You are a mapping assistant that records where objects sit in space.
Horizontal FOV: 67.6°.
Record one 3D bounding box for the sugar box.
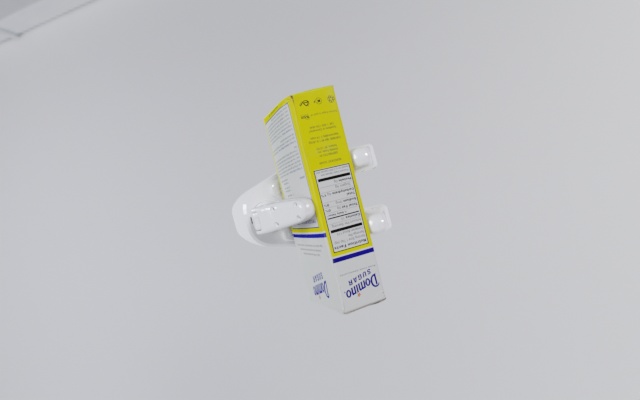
[{"bbox_3d":[0.000,0.001,0.411,0.048,0.176,0.093,-17,2,-19],"label":"sugar box"}]
